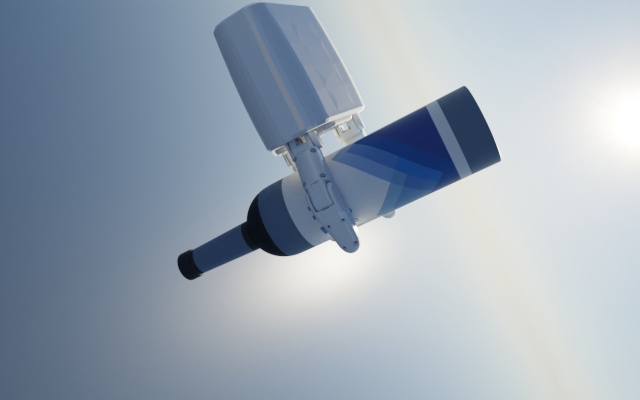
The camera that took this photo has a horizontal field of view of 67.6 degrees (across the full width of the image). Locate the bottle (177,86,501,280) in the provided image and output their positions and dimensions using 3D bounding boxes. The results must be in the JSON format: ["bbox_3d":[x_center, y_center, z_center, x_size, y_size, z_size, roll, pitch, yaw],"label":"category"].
[{"bbox_3d":[0.000,0.001,0.414,0.296,0.069,0.069,-26,-8,16],"label":"bottle"}]
